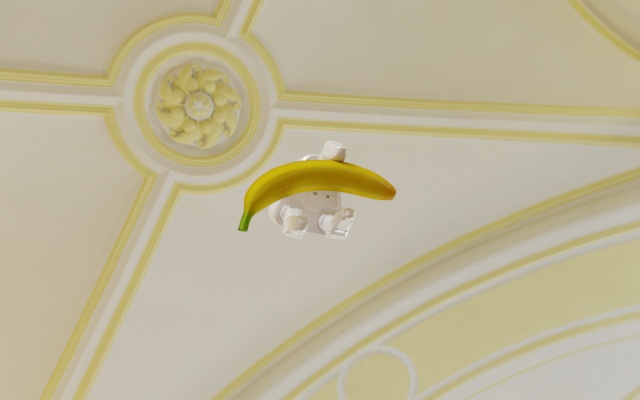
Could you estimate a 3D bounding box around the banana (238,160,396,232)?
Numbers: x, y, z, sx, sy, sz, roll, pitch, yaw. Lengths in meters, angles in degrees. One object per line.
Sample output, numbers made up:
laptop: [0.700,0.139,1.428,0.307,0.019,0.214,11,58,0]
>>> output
banana: [-0.007,-0.016,0.569,0.198,0.069,0.037,-12,-1,-14]
